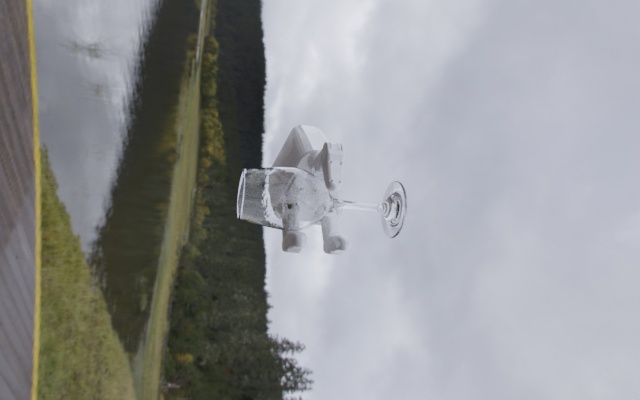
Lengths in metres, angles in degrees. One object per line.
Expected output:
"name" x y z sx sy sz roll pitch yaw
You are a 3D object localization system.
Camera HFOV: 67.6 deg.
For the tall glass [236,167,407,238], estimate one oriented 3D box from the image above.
"tall glass" 0.001 0.002 0.592 0.201 0.079 0.079 6 -2 -16
